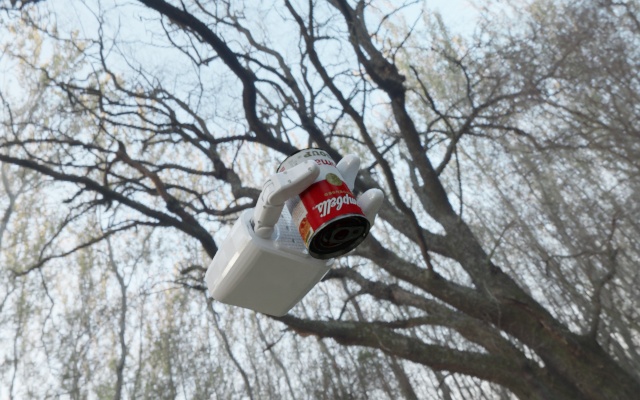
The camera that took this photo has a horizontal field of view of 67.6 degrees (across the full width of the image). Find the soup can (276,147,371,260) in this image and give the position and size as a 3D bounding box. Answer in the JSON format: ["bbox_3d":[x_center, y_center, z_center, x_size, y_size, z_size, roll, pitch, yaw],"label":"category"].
[{"bbox_3d":[0.000,0.001,0.502,0.068,0.102,0.069,-18,-37,-14],"label":"soup can"}]
